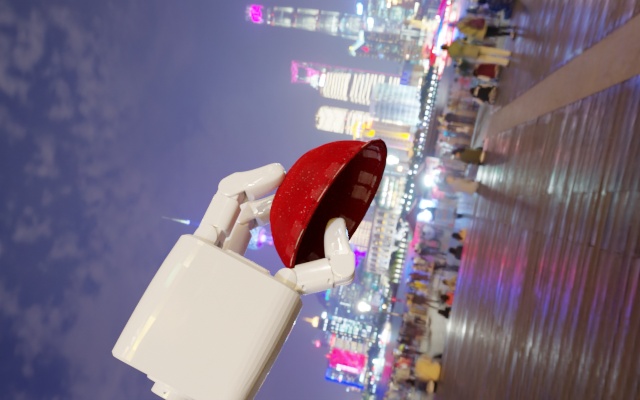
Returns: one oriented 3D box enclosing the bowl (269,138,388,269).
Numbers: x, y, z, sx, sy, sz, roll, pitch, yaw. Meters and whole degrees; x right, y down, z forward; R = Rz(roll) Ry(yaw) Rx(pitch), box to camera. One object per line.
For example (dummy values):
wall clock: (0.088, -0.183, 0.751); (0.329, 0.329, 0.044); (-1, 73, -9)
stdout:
bowl: (0.000, 0.001, 0.465); (0.055, 0.162, 0.162); (32, 11, 19)
